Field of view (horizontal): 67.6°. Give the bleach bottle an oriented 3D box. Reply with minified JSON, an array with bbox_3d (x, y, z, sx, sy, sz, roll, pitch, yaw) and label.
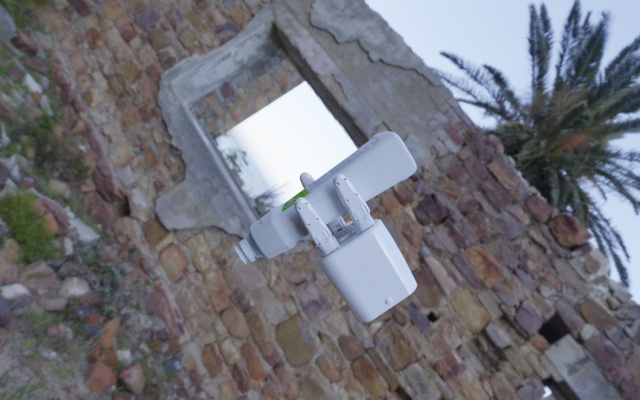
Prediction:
[{"bbox_3d":[0.000,0.002,0.632,0.251,0.068,0.102,-33,8,-3],"label":"bleach bottle"}]
